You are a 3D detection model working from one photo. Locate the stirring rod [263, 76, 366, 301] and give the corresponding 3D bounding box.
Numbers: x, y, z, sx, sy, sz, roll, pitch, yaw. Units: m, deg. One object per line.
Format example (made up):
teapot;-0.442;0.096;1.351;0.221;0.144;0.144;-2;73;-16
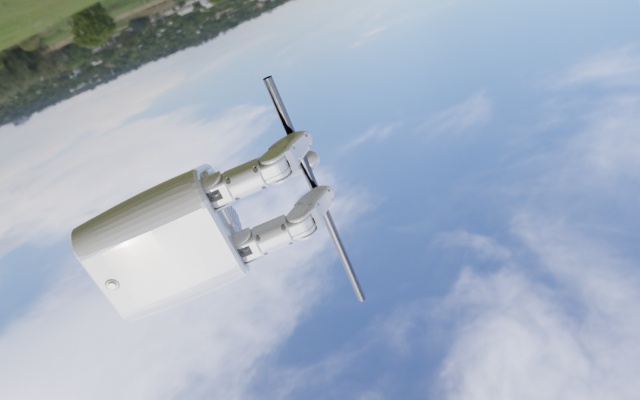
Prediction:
stirring rod;0.000;0.001;0.433;0.011;0.240;0.011;-18;27;10
